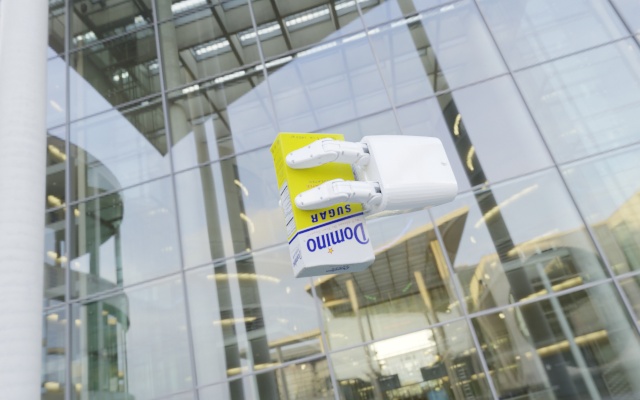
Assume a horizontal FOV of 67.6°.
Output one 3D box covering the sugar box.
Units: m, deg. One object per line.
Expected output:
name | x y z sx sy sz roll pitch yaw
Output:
sugar box | 0.000 0.002 0.585 0.093 0.176 0.048 -3 -27 -24
